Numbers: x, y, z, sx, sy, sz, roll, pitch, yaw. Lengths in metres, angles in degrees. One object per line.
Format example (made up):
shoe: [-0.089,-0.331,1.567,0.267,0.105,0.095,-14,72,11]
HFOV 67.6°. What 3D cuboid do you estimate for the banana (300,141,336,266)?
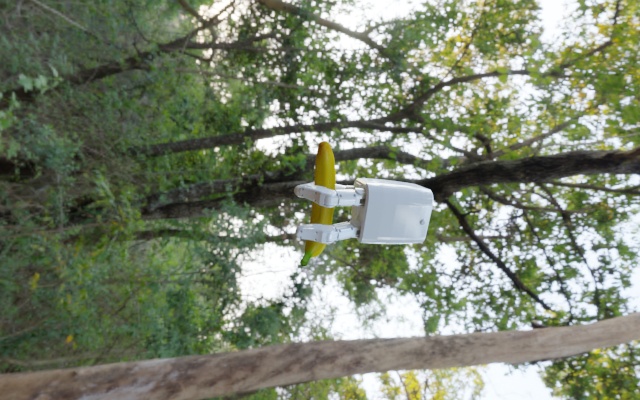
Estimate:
banana: [0.002,0.005,0.767,0.037,0.198,0.069,8,3,8]
